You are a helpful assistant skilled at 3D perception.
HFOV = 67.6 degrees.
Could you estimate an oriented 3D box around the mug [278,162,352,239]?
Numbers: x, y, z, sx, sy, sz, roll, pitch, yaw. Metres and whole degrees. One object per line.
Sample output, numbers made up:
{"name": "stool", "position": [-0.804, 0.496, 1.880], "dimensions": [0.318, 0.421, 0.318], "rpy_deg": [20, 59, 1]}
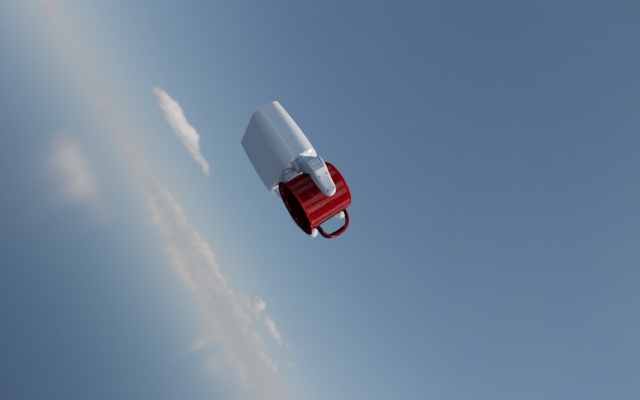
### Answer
{"name": "mug", "position": [0.001, 0.003, 0.732], "dimensions": [0.081, 0.117, 0.093], "rpy_deg": [-31, -12, -17]}
